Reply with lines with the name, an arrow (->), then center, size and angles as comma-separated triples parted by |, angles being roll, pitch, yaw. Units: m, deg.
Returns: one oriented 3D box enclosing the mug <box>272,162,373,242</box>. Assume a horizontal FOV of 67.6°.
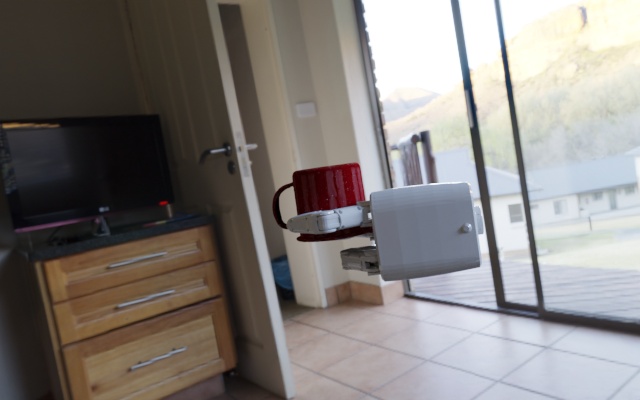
mug -> -0.001, 0.002, 0.565 | 0.117, 0.081, 0.093 | -8, 3, 11
